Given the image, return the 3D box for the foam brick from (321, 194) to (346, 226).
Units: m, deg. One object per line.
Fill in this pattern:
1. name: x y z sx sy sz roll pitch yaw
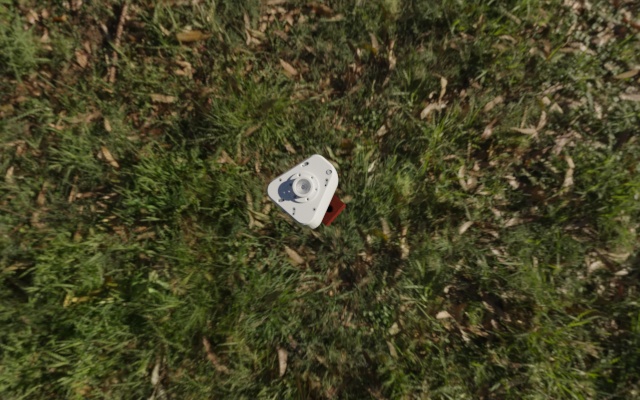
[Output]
1. foam brick: 0.000 0.003 0.870 0.078 0.053 0.051 40 -1 5
